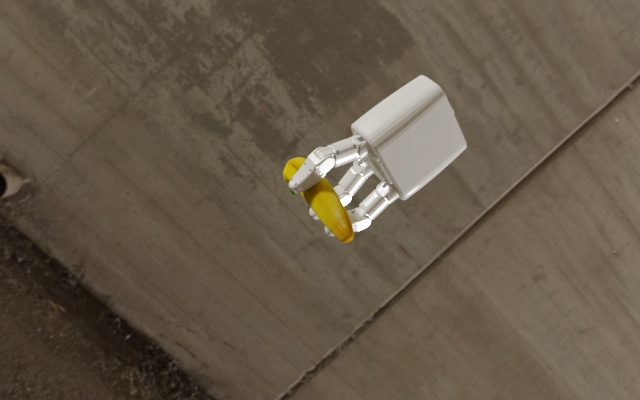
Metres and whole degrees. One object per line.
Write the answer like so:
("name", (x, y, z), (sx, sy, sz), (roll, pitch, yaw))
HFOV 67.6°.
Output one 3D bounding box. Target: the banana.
("banana", (-0.009, -0.014, 0.592), (0.037, 0.070, 0.197), (-33, 27, -6))
